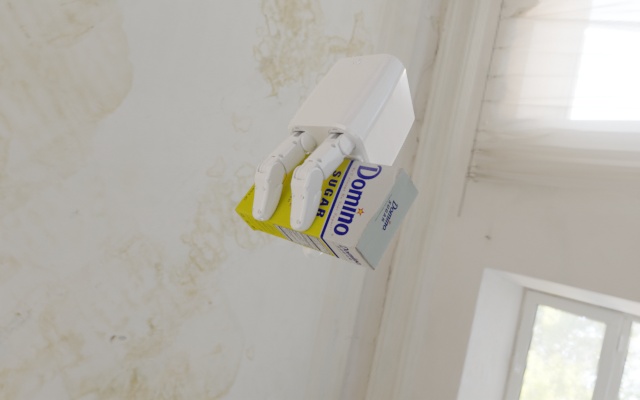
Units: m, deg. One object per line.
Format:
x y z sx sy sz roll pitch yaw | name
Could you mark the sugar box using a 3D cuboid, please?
0.000 0.001 0.485 0.176 0.093 0.048 11 -30 45 | sugar box
